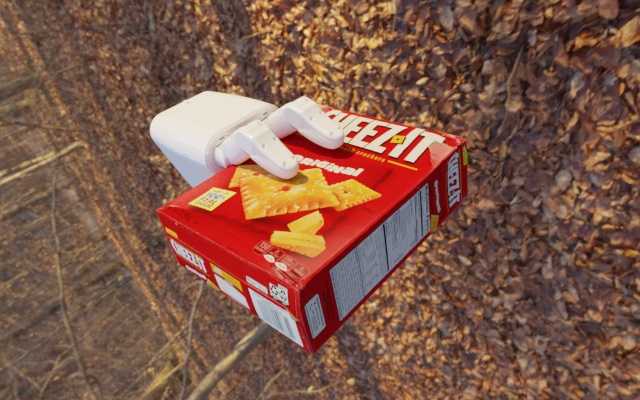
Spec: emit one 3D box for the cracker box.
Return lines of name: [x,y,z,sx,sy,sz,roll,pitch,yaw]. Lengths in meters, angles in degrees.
cracker box: [0.000,0.002,0.408,0.164,0.072,0.213,22,47,37]
